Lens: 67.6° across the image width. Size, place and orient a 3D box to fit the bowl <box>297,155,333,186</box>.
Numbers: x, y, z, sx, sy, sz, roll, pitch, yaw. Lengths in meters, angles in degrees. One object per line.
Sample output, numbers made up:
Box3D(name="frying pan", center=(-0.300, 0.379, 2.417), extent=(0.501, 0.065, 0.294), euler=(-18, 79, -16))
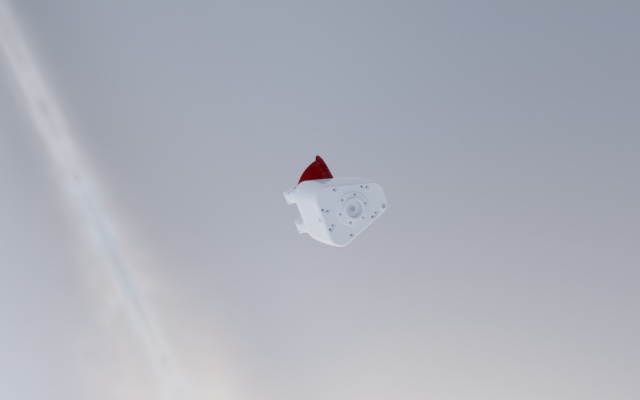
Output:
Box3D(name="bowl", center=(0.000, 0.003, 0.864), extent=(0.055, 0.162, 0.162), euler=(-22, 2, -6))
